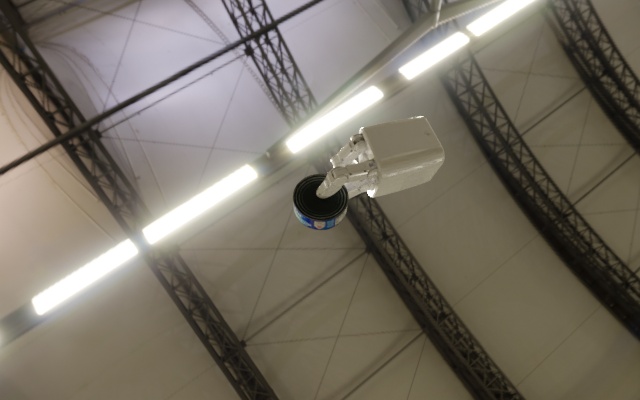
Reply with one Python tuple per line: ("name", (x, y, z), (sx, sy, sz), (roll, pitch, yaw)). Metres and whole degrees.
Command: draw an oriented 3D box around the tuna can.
("tuna can", (0.000, 0.003, 0.743), (0.086, 0.086, 0.034), (0, -33, -2))
